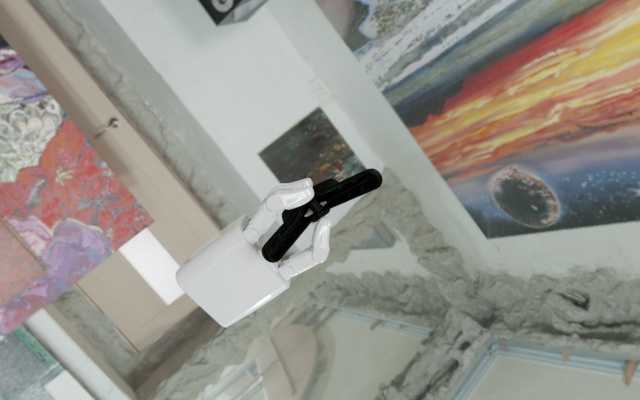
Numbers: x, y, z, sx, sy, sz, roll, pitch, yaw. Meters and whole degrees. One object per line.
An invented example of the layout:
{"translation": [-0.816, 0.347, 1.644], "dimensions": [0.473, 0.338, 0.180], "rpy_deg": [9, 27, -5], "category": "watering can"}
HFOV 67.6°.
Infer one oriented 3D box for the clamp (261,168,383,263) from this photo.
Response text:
{"translation": [0.000, 0.003, 0.631], "dimensions": [0.164, 0.036, 0.210], "rpy_deg": [-34, 9, 5], "category": "clamp"}
